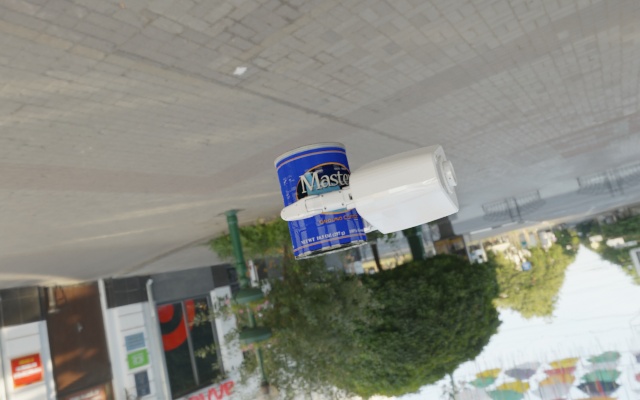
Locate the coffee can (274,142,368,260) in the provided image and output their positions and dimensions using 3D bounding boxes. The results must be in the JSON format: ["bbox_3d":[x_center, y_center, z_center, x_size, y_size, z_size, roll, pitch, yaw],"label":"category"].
[{"bbox_3d":[0.000,0.002,0.664,0.103,0.140,0.103,-12,-9,-2],"label":"coffee can"}]
